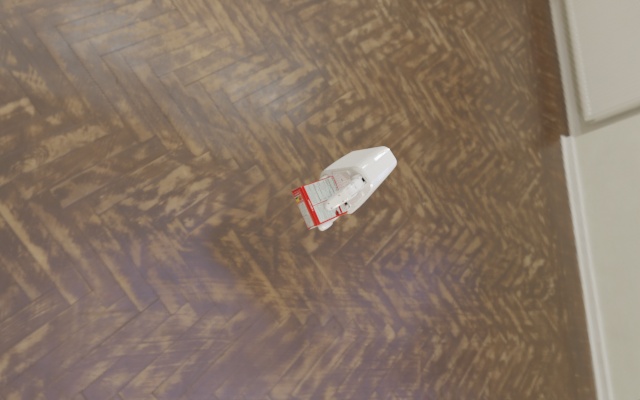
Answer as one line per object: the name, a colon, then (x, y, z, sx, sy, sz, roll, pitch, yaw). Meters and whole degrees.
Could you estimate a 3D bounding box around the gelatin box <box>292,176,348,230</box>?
gelatin box: (0.000, 0.003, 0.840, 0.030, 0.073, 0.089, -26, -3, 44)
